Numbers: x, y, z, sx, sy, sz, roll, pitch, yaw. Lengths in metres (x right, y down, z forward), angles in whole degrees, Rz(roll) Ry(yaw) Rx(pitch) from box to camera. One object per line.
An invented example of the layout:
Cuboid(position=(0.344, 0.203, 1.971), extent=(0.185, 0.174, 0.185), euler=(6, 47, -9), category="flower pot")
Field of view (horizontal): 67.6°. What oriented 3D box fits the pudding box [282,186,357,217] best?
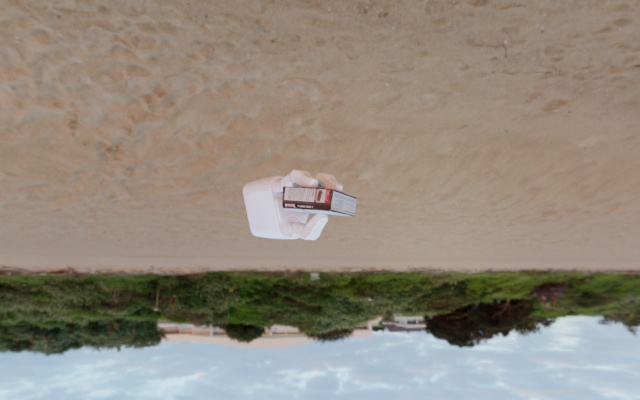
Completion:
Cuboid(position=(0.000, 0.003, 0.795), extent=(0.090, 0.039, 0.113), euler=(3, -4, 24), category="pudding box")
